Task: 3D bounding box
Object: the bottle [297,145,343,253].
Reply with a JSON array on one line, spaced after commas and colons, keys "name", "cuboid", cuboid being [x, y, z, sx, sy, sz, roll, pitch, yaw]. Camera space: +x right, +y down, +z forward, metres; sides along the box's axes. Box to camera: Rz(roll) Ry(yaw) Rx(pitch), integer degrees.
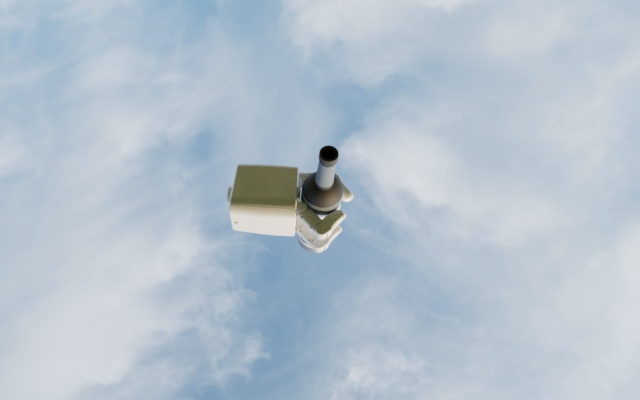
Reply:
[{"name": "bottle", "cuboid": [0.000, 0.003, 0.790, 0.069, 0.069, 0.296, 0, -27, -5]}]
